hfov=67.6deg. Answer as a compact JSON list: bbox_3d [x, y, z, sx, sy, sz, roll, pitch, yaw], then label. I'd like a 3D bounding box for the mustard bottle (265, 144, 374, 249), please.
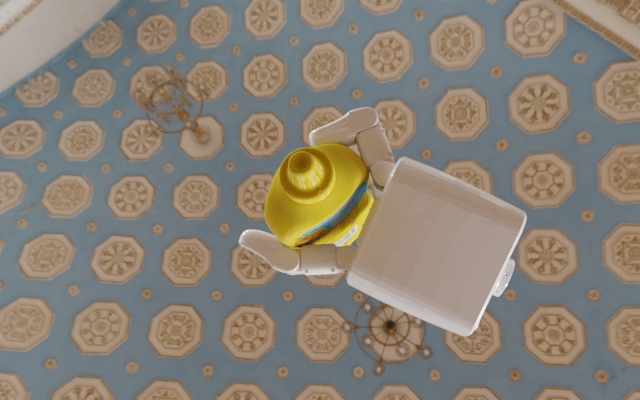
[{"bbox_3d":[0.000,0.001,0.413,0.096,0.058,0.192,-39,-17,-4],"label":"mustard bottle"}]
